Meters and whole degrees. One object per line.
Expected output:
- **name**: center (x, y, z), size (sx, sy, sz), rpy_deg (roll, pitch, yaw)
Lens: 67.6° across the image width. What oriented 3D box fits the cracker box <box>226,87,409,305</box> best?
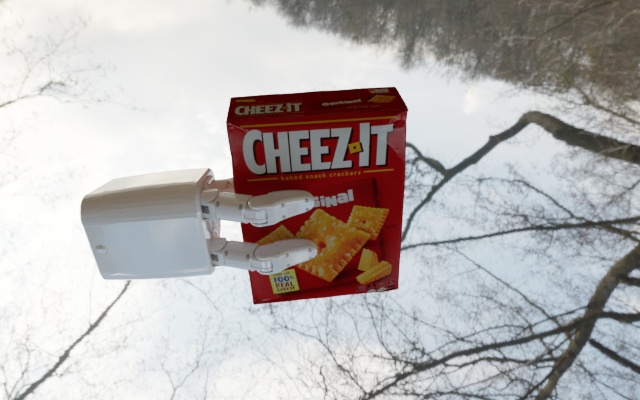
- **cracker box**: center (0.000, 0.002, 0.490), size (0.164, 0.214, 0.072), rpy_deg (-5, 31, -3)
